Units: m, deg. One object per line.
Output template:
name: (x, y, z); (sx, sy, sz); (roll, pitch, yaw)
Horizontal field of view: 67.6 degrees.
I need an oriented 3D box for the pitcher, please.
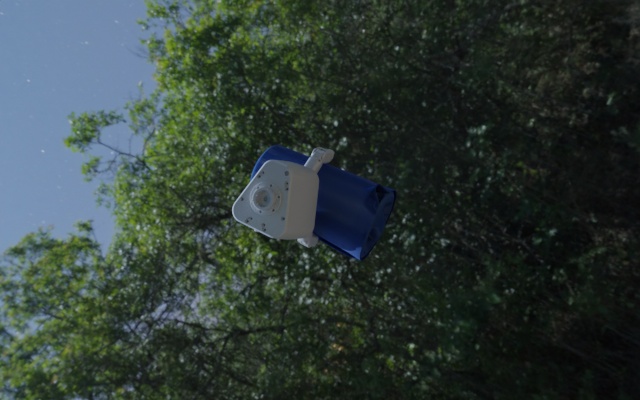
pitcher: (0.000, 0.003, 0.849); (0.243, 0.149, 0.145); (26, 6, 18)
